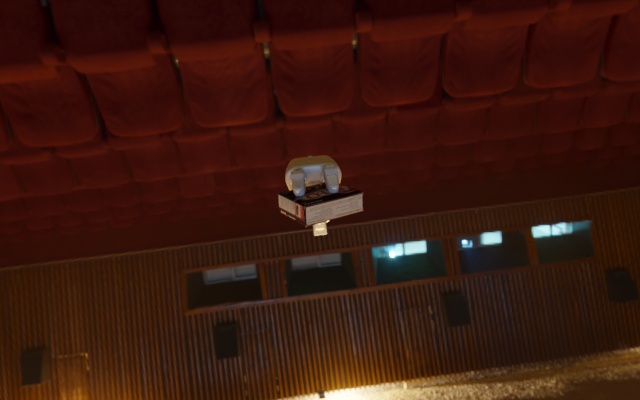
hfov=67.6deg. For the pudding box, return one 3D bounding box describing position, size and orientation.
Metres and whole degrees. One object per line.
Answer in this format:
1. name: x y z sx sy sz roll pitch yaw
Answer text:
1. pudding box: 0.000 0.003 0.776 0.113 0.039 0.090 -16 21 -29
